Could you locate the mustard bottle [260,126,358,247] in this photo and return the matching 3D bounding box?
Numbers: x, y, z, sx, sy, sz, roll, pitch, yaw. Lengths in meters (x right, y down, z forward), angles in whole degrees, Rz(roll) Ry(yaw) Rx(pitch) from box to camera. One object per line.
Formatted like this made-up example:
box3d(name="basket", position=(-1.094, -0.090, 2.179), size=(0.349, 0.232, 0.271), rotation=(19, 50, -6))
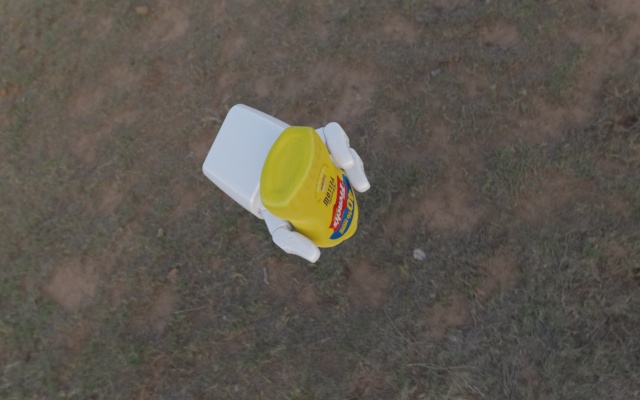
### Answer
box3d(name="mustard bottle", position=(0.000, 0.002, 0.560), size=(0.058, 0.096, 0.192), rotation=(5, -23, 26))
